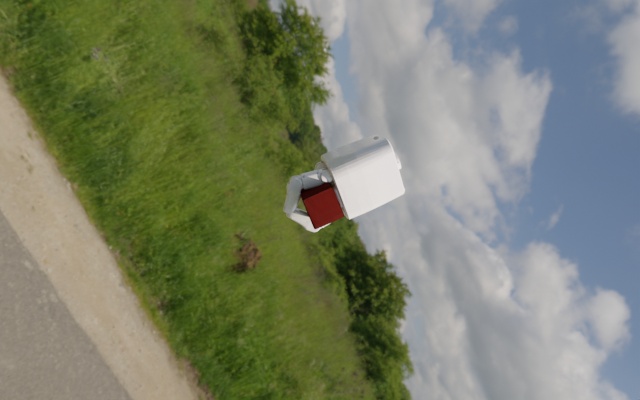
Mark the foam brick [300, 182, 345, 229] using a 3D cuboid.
[{"bbox_3d":[0.000,0.003,0.752,0.051,0.053,0.078,-23,17,-1],"label":"foam brick"}]
